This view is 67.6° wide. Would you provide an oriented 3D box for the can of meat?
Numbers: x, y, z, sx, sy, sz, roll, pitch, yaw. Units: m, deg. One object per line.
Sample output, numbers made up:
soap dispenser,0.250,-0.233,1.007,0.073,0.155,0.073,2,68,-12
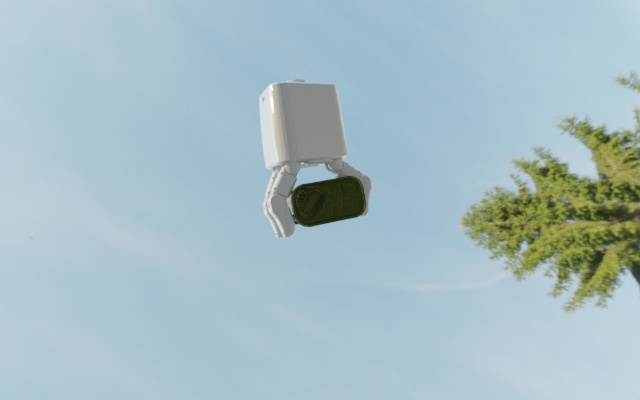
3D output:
can of meat,0.000,0.002,0.669,0.102,0.057,0.084,-11,1,-18
